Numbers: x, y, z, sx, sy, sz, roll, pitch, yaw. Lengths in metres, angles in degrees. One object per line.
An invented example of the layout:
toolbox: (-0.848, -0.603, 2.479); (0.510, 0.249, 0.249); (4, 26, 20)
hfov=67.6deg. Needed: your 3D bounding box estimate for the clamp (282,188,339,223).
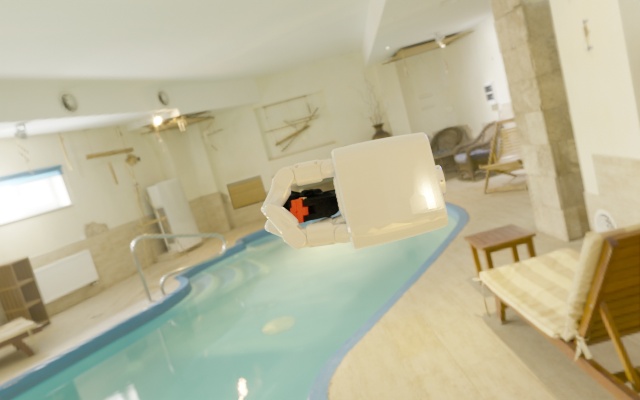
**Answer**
clamp: (0.000, 0.001, 0.613); (0.120, 0.039, 0.171); (-11, 8, 4)
